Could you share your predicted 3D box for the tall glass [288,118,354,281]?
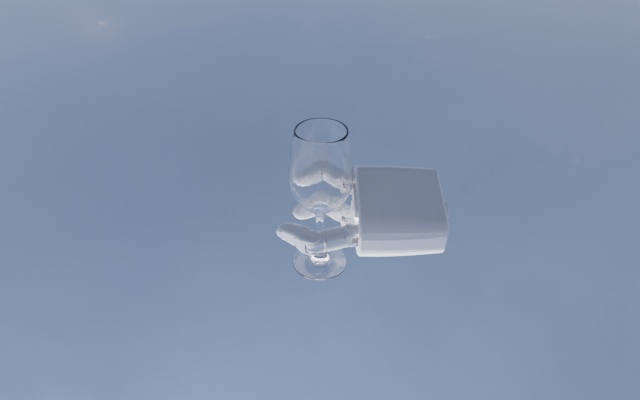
[{"bbox_3d":[0.000,0.003,0.589,0.079,0.201,0.079,0,36,0],"label":"tall glass"}]
